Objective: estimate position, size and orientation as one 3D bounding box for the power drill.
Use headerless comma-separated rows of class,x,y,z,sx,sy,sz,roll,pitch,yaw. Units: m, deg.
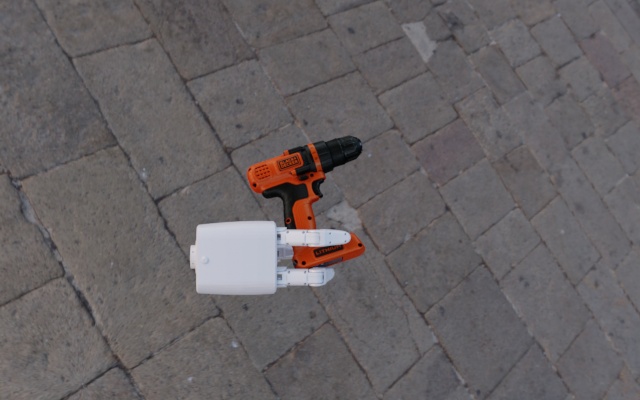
power drill,0.000,0.003,0.716,0.184,0.187,0.057,-19,-19,-4
